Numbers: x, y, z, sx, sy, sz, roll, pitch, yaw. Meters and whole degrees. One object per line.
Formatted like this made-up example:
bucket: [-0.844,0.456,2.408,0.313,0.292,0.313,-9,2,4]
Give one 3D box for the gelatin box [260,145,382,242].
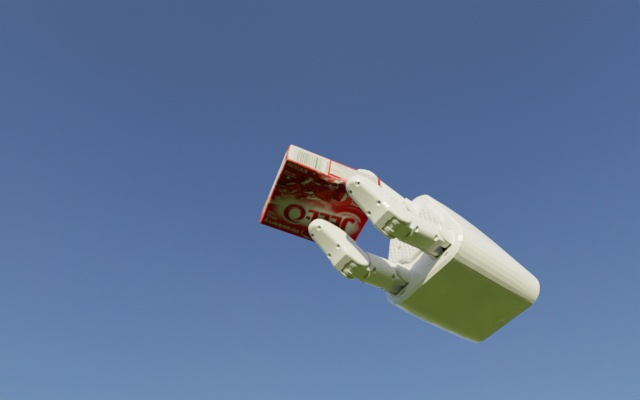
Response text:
gelatin box: [0.000,0.001,0.425,0.089,0.073,0.030,21,33,-9]
